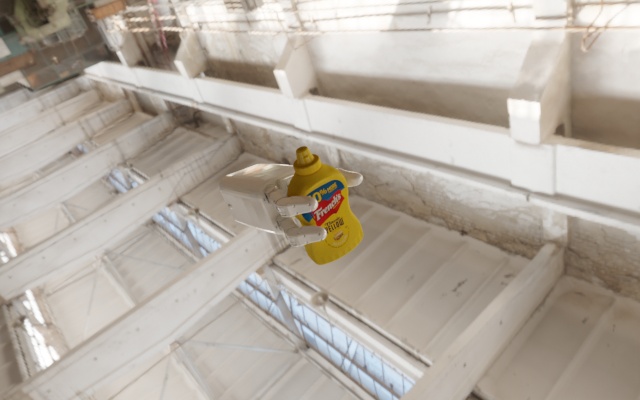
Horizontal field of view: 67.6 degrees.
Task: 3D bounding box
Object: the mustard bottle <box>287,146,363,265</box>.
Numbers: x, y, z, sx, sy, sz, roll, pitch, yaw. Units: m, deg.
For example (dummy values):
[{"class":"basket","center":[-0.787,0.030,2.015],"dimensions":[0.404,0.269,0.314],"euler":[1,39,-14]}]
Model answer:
[{"class":"mustard bottle","center":[0.000,0.003,0.734],"dimensions":[0.096,0.192,0.058],"euler":[-29,33,-15]}]
